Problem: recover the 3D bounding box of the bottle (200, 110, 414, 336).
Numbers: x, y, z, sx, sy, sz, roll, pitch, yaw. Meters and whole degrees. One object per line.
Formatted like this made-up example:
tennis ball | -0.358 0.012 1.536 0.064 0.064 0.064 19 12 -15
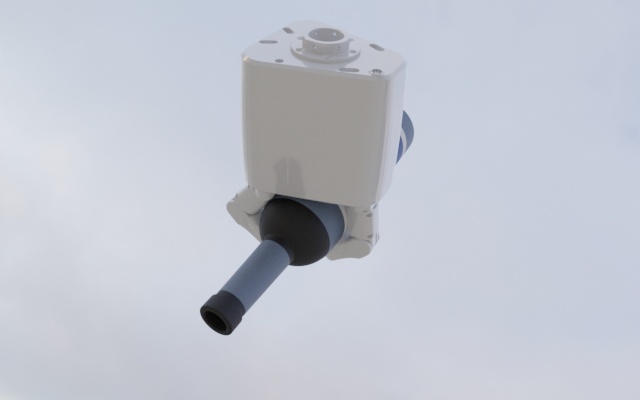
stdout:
bottle | 0.000 0.001 0.422 0.069 0.069 0.295 0 33 35
